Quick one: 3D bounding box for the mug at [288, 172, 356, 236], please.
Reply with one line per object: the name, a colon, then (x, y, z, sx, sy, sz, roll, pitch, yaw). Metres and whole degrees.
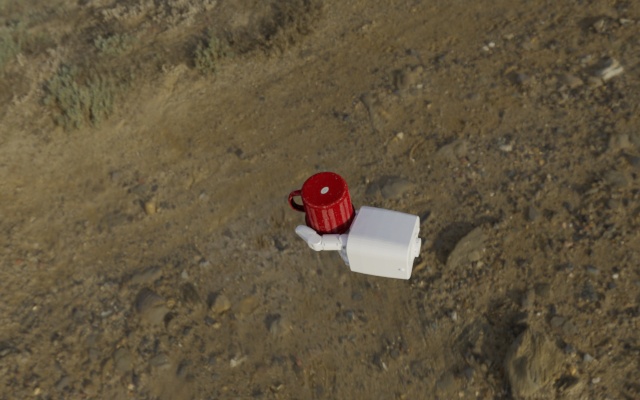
mug: (-0.001, 0.002, 0.837, 0.117, 0.093, 0.082, 7, -35, 16)
